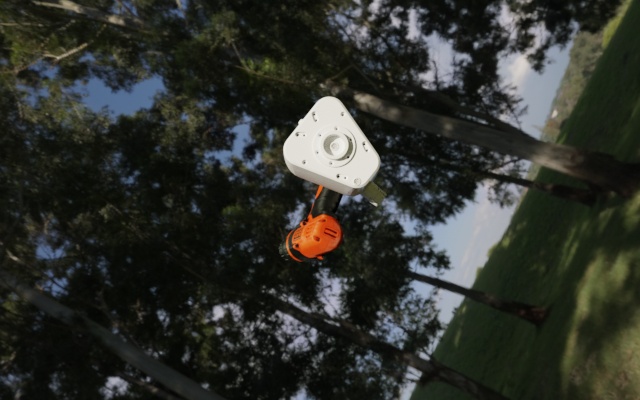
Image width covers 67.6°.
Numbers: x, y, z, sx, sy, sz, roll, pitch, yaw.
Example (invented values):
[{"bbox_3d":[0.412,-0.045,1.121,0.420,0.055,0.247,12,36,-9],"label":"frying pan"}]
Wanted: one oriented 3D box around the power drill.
[{"bbox_3d":[0.000,0.002,0.725,0.057,0.187,0.184,23,-20,-18],"label":"power drill"}]
